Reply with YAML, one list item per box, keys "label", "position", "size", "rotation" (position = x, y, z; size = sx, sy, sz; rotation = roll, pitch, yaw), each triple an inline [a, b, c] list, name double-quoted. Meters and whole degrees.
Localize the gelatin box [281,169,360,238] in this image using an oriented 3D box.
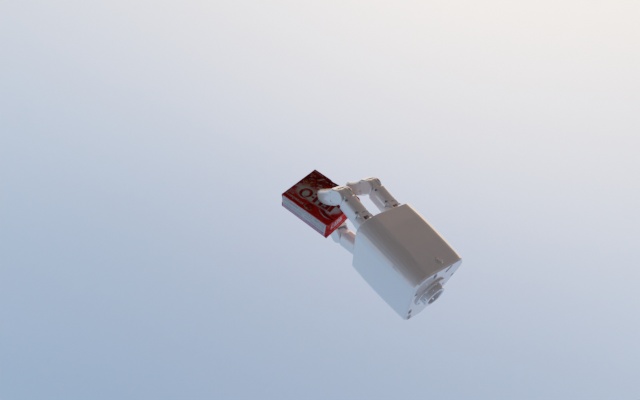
- label: "gelatin box"
  position: [0.000, 0.002, 0.688]
  size: [0.089, 0.030, 0.073]
  rotation: [35, 53, 23]
